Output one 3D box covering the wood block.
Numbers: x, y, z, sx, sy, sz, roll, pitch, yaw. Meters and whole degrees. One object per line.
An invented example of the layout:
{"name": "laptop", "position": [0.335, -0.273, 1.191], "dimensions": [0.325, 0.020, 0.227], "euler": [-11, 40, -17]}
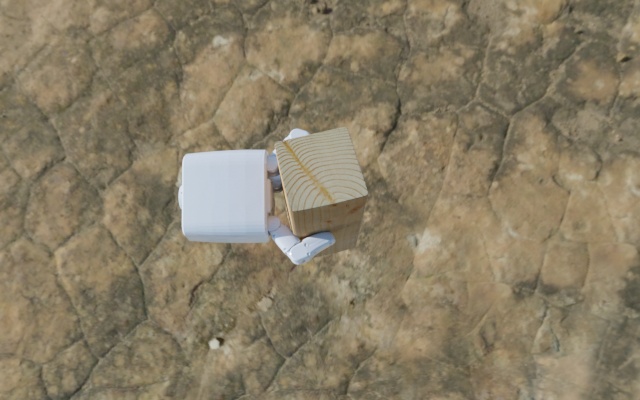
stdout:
{"name": "wood block", "position": [0.000, 0.002, 0.627], "dimensions": [0.090, 0.090, 0.206], "euler": [-13, -21, -5]}
